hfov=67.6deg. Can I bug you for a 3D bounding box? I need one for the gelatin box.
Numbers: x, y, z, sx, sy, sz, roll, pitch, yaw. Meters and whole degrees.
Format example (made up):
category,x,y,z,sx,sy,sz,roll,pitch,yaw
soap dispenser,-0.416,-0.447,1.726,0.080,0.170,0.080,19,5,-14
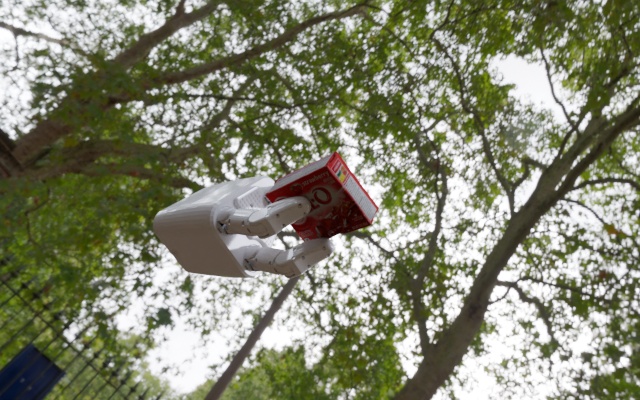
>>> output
category,x,y,z,sx,sy,sz,roll,pitch,yaw
gelatin box,0.001,0.001,0.468,0.089,0.073,0.030,-22,25,39
